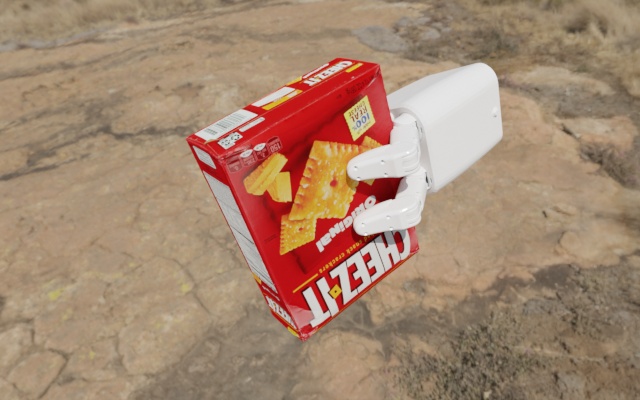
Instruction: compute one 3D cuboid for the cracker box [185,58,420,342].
[{"bbox_3d":[0.000,0.001,0.446,0.164,0.214,0.072,-33,35,-21],"label":"cracker box"}]
